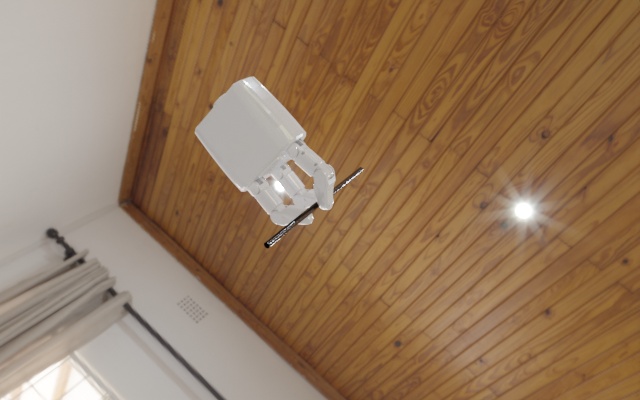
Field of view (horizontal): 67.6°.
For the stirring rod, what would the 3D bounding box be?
[{"bbox_3d":[0.000,0.002,0.636,0.011,0.011,0.239,0,24,34],"label":"stirring rod"}]
